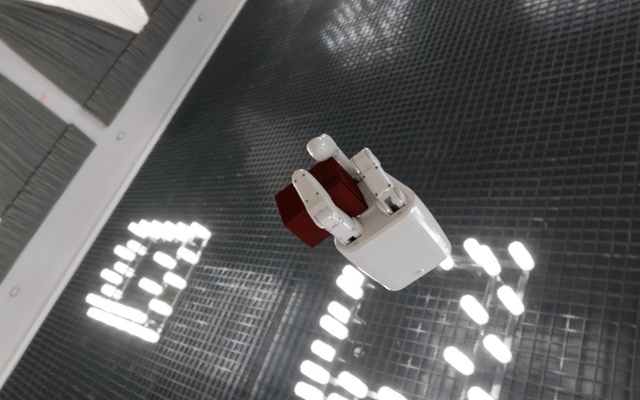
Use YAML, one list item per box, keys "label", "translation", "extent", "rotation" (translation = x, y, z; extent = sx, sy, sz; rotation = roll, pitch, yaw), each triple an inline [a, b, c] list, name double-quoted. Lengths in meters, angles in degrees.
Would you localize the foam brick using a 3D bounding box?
- label: "foam brick"
  translation: [0.000, 0.002, 0.506]
  extent: [0.078, 0.053, 0.051]
  rotation: [-36, -50, 13]
